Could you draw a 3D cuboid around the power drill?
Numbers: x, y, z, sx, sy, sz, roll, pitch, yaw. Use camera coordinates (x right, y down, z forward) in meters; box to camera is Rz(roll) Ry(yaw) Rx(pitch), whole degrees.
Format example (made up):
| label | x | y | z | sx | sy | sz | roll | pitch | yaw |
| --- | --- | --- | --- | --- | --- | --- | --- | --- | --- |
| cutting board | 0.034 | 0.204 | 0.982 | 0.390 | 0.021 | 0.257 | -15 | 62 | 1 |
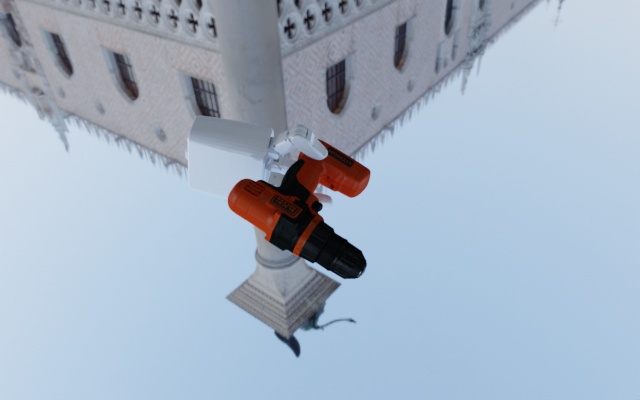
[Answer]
| label | x | y | z | sx | sy | sz | roll | pitch | yaw |
| --- | --- | --- | --- | --- | --- | --- | --- | --- | --- |
| power drill | 0.000 | 0.002 | 0.617 | 0.184 | 0.057 | 0.187 | 33 | 37 | 5 |
